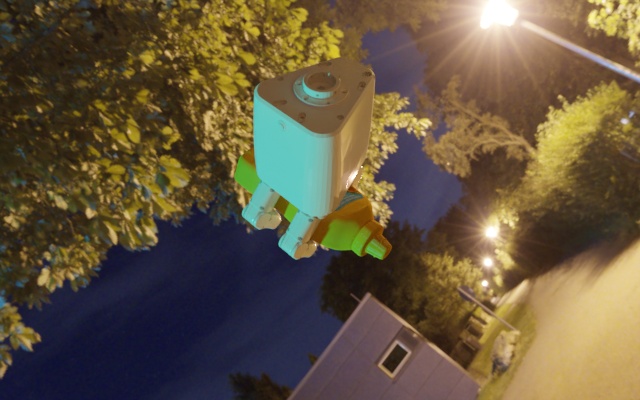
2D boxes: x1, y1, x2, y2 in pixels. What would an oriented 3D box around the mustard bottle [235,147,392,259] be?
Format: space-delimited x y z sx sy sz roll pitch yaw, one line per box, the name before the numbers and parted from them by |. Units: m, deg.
mustard bottle | 0.000 0.002 0.539 0.191 0.058 0.096 37 33 23
